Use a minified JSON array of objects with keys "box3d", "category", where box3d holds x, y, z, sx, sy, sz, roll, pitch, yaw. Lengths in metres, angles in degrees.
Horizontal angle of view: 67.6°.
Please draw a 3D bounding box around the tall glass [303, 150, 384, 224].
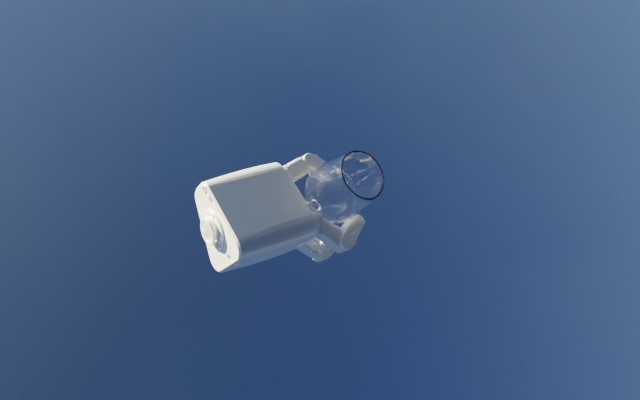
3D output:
[{"box3d":[0.000,0.002,0.635,0.079,0.079,0.201,0,-19,-32],"category":"tall glass"}]
